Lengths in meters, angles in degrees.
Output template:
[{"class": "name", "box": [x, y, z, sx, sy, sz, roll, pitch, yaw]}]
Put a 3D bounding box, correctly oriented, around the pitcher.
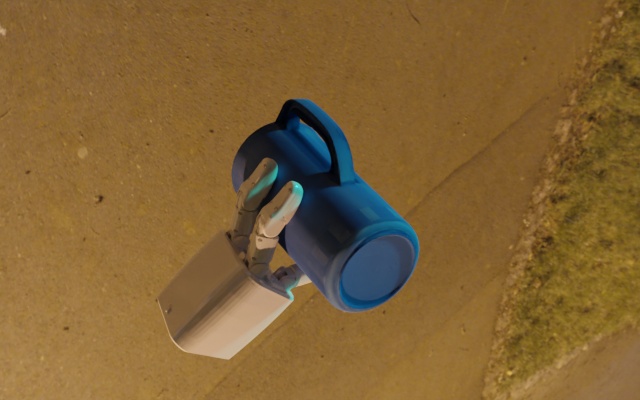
[{"class": "pitcher", "box": [0.000, 0.002, 0.538, 0.149, 0.145, 0.242, 48, -1, -41]}]
